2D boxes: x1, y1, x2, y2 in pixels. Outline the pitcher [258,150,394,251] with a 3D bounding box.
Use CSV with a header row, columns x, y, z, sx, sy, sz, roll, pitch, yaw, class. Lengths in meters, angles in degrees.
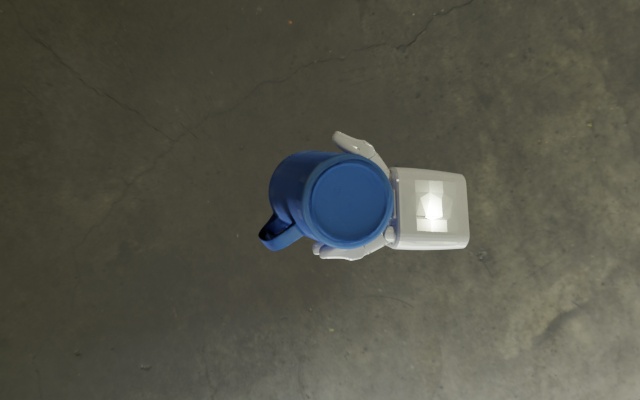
x,y,z,sx,sy,sz,roll,pitch,yaw,class
0.000,0.002,0.640,0.145,0.149,0.243,5,2,-12,pitcher
